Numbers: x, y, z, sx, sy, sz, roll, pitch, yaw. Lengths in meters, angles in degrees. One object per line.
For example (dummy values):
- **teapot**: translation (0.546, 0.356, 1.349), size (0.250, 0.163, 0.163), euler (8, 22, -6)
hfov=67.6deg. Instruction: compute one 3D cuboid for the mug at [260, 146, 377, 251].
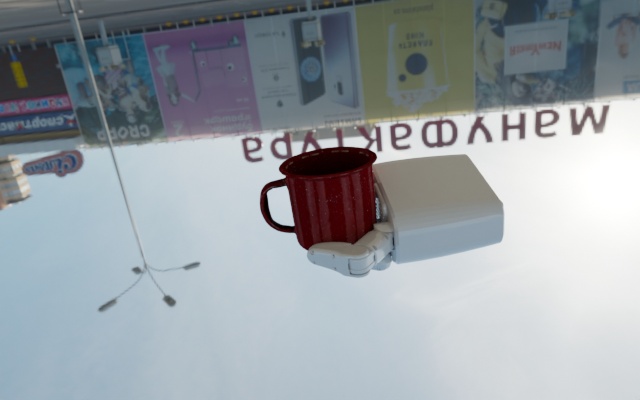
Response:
- **mug**: translation (-0.001, 0.002, 0.462), size (0.117, 0.081, 0.093), euler (-9, 21, -3)
